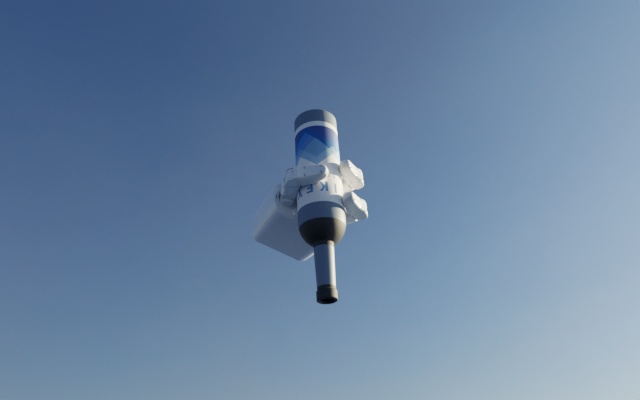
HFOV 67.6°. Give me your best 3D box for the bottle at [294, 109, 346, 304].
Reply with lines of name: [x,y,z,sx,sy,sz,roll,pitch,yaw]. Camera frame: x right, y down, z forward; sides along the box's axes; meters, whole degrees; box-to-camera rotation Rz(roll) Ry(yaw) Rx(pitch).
bottle: [0.000,0.002,0.680,0.069,0.295,0.069,-3,-32,-2]
